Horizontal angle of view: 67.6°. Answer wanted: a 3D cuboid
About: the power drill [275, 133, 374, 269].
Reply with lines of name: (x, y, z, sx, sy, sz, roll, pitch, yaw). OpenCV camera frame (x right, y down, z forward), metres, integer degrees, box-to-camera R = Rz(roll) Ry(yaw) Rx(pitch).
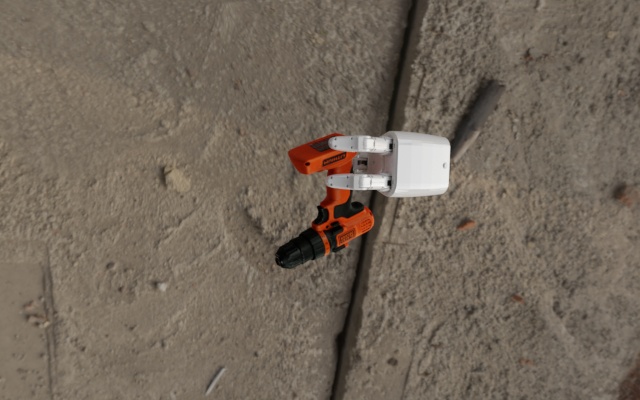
power drill: (0.000, 0.002, 0.740, 0.184, 0.188, 0.057, -26, 38, -28)
